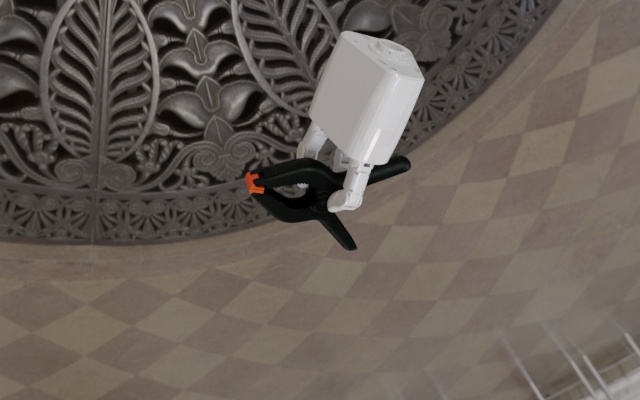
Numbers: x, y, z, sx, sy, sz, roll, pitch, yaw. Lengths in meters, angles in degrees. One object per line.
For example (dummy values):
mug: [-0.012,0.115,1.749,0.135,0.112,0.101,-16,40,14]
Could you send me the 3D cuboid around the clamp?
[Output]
clamp: [0.000,0.002,0.621,0.210,0.165,0.036,4,37,-27]
